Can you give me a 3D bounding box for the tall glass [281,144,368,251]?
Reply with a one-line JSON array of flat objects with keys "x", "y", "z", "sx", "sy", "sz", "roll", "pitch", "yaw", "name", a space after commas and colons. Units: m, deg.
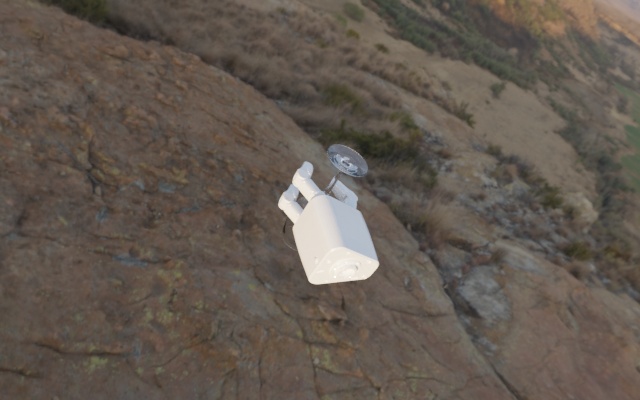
[{"x": 0.000, "y": 0.002, "z": 0.825, "sx": 0.079, "sy": 0.079, "sz": 0.201, "roll": 0, "pitch": -43, "yaw": -37, "name": "tall glass"}]
